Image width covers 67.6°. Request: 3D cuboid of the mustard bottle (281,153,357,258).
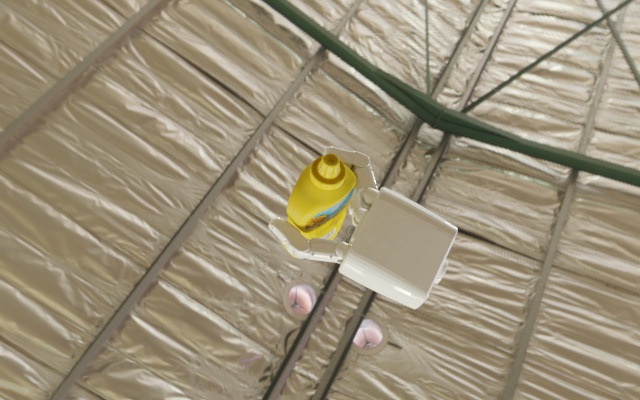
[{"bbox_3d":[0.000,0.002,0.602,0.096,0.058,0.192,-34,-19,-23],"label":"mustard bottle"}]
